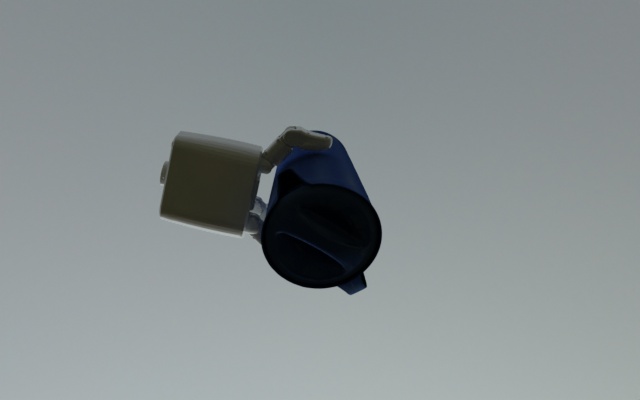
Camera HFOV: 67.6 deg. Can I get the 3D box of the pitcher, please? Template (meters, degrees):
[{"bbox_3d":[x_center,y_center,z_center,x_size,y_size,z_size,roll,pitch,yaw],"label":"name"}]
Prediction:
[{"bbox_3d":[0.000,0.002,0.627,0.145,0.149,0.242,13,24,-9],"label":"pitcher"}]
